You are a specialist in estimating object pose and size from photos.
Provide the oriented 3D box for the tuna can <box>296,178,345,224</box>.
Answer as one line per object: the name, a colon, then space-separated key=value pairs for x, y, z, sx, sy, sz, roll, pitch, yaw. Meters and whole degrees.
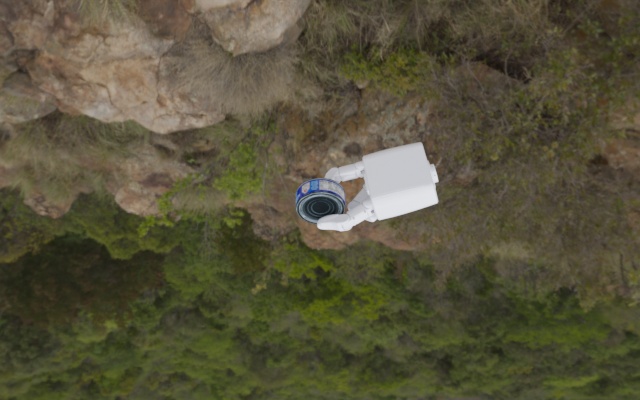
tuna can: x=0.000 y=0.003 z=0.816 sx=0.086 sy=0.033 sz=0.086 roll=0 pitch=-42 yaw=0
